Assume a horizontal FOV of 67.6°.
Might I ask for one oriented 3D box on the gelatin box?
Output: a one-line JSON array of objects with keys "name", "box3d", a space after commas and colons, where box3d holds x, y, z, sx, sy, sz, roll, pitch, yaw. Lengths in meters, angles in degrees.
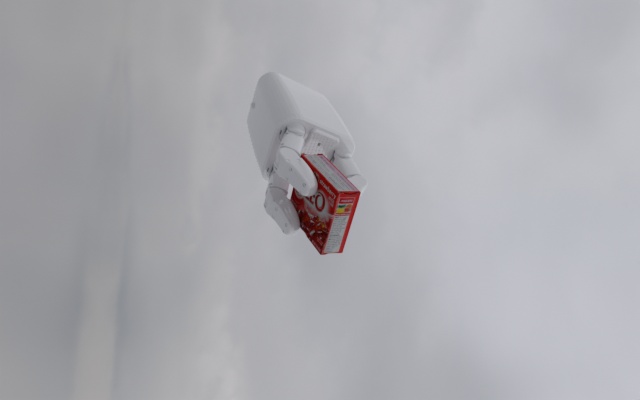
[{"name": "gelatin box", "box3d": [0.001, 0.002, 0.498, 0.030, 0.073, 0.089, -2, 32, -30]}]
